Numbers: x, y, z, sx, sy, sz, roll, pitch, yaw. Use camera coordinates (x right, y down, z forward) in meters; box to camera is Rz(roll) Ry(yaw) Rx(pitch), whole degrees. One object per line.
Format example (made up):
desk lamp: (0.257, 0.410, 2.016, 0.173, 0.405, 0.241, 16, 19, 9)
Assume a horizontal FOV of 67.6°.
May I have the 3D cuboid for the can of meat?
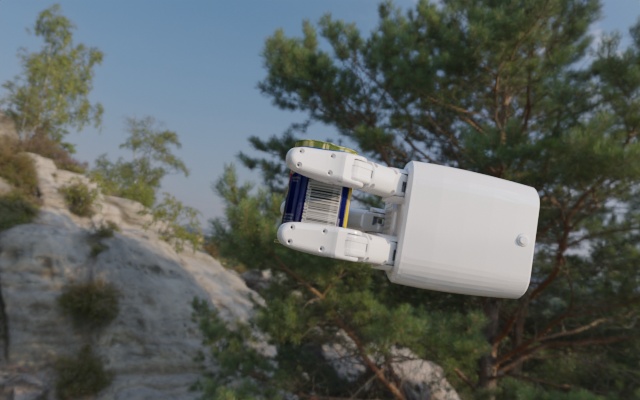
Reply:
can of meat: (0.000, 0.001, 0.408, 0.057, 0.084, 0.102, 10, -6, 4)
